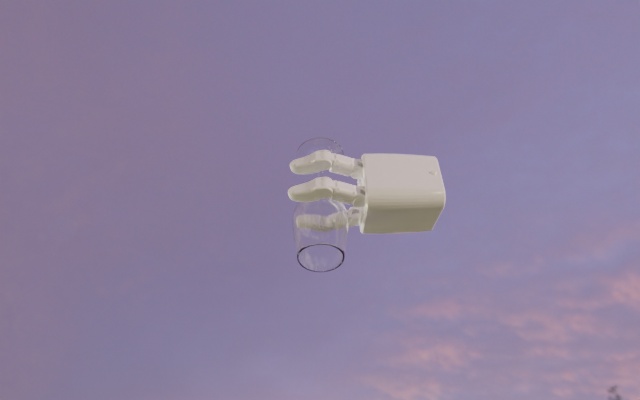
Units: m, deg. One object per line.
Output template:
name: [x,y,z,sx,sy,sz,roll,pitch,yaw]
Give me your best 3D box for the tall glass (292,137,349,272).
tall glass: [0.000,0.002,0.683,0.079,0.200,0.079,0,-43,0]
